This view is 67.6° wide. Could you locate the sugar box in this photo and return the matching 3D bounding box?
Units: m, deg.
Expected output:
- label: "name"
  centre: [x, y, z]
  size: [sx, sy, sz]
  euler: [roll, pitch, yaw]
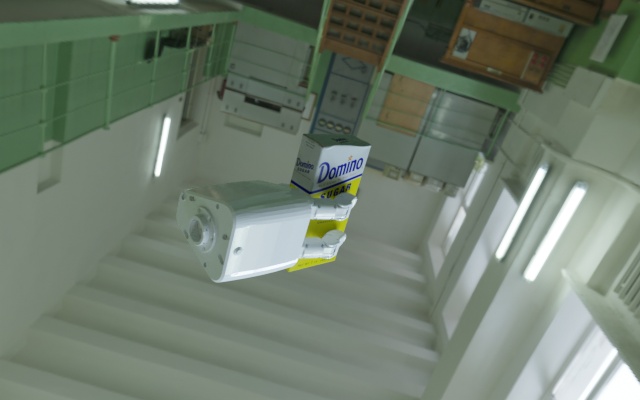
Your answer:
- label: "sugar box"
  centre: [0.000, 0.002, 0.623]
  size: [0.093, 0.176, 0.048]
  euler: [-8, 34, -45]
